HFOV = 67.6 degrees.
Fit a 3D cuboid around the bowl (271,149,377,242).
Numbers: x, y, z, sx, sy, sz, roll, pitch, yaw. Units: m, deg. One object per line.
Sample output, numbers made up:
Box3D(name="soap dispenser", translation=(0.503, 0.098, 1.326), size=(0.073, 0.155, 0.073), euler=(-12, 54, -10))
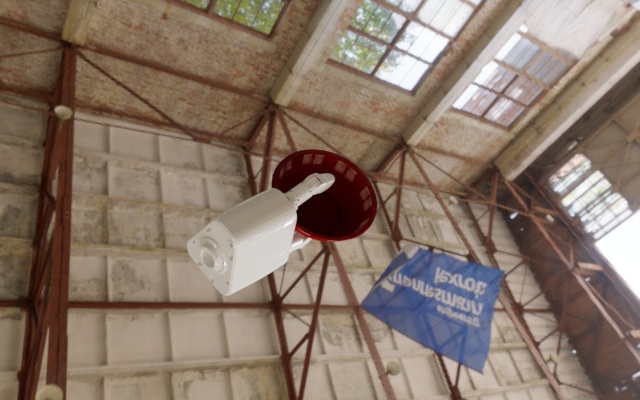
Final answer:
Box3D(name="bowl", translation=(0.001, 0.002, 0.712), size=(0.162, 0.162, 0.055), euler=(0, -33, -21))
